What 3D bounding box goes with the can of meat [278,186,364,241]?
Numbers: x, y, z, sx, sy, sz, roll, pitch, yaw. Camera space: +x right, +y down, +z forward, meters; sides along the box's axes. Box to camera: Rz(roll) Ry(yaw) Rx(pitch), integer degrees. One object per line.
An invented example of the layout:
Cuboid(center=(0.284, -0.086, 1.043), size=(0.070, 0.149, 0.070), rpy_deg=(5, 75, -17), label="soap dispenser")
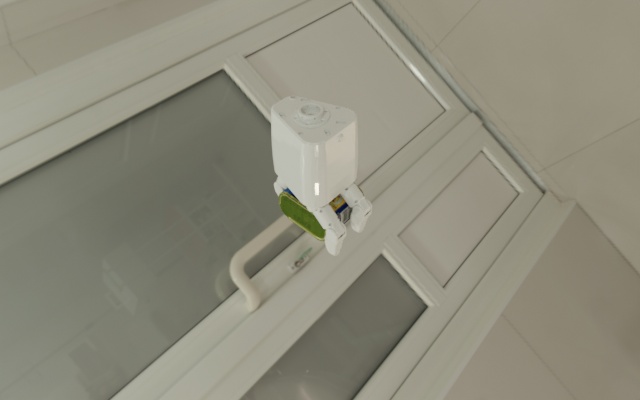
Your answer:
Cuboid(center=(0.000, 0.003, 0.714), size=(0.102, 0.057, 0.084), rpy_deg=(33, 54, 26), label="can of meat")
